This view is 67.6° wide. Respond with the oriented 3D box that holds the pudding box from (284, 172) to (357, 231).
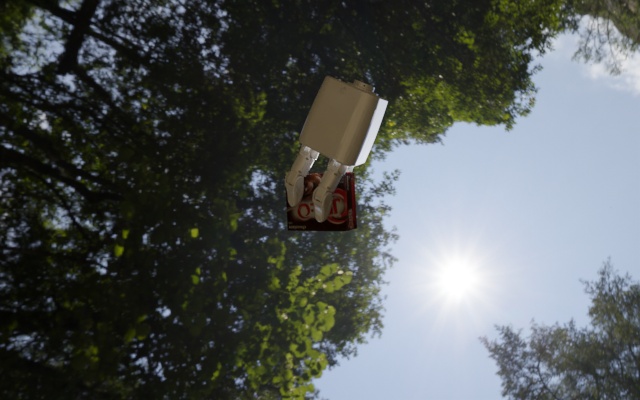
[{"bbox_3d":[0.000,0.002,0.750,0.113,0.090,0.039,-2,1,33],"label":"pudding box"}]
